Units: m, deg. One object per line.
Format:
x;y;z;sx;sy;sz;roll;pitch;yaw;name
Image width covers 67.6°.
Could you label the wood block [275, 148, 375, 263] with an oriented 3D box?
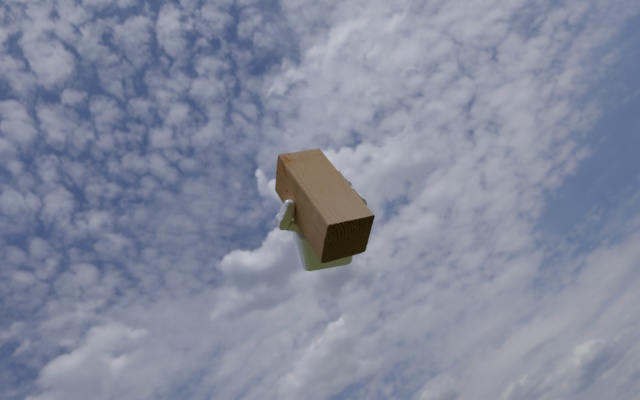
0.000;0.003;0.859;0.091;0.090;0.206;-12;43;-25;wood block
